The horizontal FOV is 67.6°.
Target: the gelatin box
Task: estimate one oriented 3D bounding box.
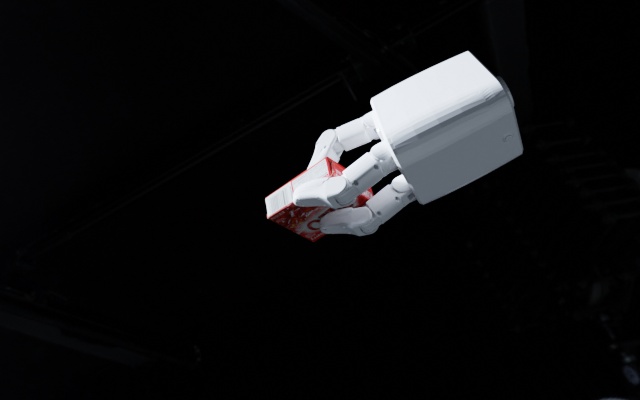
[{"bbox_3d":[0.000,0.001,0.492,0.089,0.030,0.073,-32,-41,27],"label":"gelatin box"}]
